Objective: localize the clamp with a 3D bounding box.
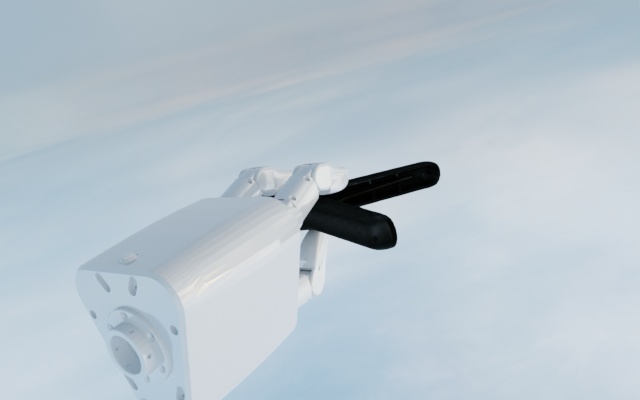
[{"bbox_3d":[0.000,0.002,0.432,0.210,0.036,0.164,-2,17,33],"label":"clamp"}]
